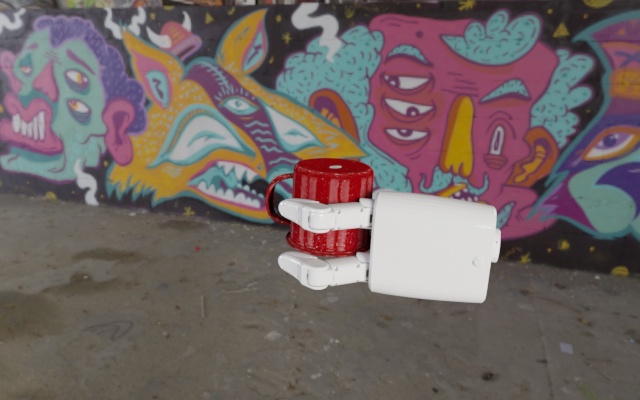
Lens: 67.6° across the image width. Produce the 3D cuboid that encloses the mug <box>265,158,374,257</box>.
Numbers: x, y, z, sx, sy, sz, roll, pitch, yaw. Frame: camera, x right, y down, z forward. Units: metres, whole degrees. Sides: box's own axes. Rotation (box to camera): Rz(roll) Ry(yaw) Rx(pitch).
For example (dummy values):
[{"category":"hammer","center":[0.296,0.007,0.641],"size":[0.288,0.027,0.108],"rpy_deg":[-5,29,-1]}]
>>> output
[{"category":"mug","center":[-0.001,0.001,0.493],"size":[0.117,0.081,0.093],"rpy_deg":[7,16,13]}]
